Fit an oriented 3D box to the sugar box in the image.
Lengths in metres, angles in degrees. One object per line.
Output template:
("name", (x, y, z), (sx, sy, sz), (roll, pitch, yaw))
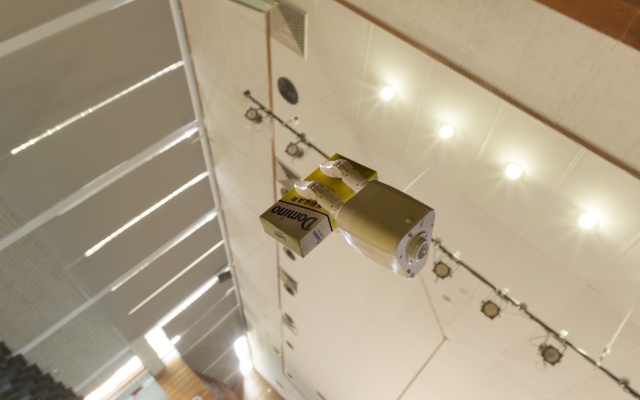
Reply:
("sugar box", (0.000, 0.002, 0.745), (0.093, 0.048, 0.176), (28, 56, 37))
